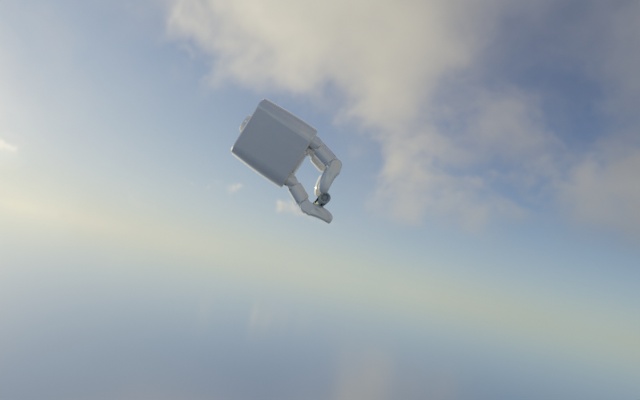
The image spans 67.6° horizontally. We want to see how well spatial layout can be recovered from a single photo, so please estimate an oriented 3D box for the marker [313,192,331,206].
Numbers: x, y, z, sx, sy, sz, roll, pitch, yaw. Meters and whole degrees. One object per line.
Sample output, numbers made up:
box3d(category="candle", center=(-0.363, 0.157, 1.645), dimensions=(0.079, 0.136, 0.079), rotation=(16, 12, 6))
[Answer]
box3d(category="marker", center=(0.000, 0.003, 0.821), dimensions=(0.020, 0.020, 0.121), rotation=(0, -7, -7))
